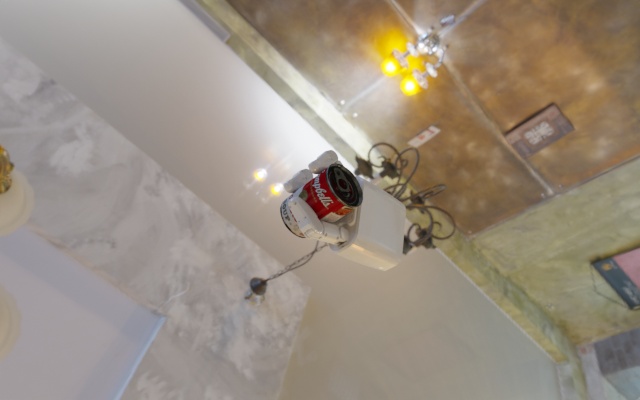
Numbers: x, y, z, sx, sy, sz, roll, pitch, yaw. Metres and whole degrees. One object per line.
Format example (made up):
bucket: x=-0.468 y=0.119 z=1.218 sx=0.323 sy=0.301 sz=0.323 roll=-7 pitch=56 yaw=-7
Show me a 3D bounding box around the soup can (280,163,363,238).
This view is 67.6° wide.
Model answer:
soup can: x=0.000 y=0.002 z=0.671 sx=0.102 sy=0.068 sz=0.068 roll=-34 pitch=-22 yaw=35
